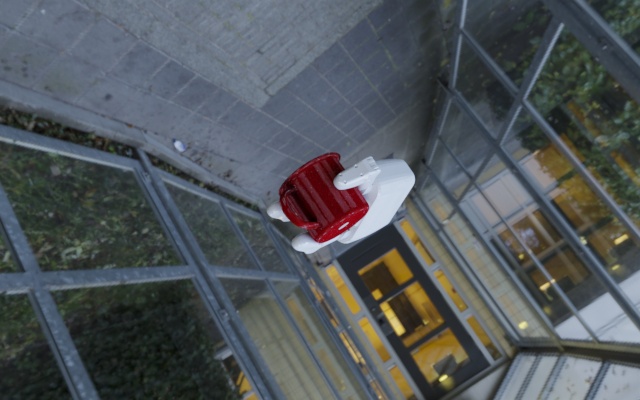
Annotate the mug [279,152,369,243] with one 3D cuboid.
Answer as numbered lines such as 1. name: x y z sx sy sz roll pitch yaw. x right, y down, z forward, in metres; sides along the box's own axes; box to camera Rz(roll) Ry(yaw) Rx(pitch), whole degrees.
1. mug: -0.001 0.002 0.589 0.117 0.081 0.093 -17 -22 -49
